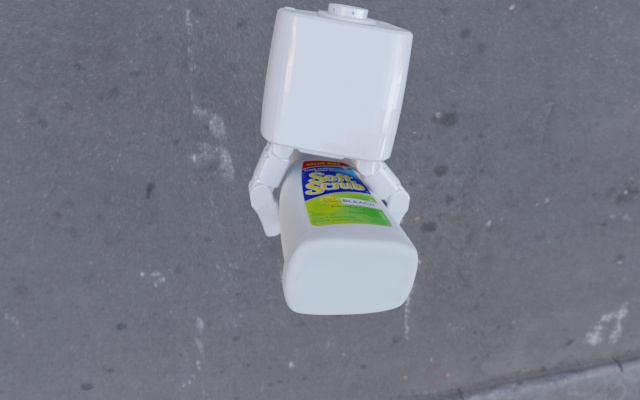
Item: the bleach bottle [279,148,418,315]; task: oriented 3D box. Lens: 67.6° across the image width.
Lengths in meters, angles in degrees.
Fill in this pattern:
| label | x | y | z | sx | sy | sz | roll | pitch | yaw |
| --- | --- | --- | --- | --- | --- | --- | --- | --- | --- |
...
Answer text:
| label | x | y | z | sx | sy | sz | roll | pitch | yaw |
| --- | --- | --- | --- | --- | --- | --- | --- | --- | --- |
| bleach bottle | 0.000 | 0.002 | 0.449 | 0.102 | 0.068 | 0.250 | 3 | 26 | -14 |
